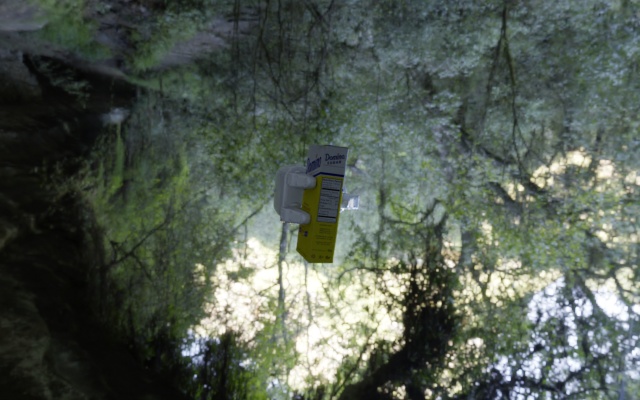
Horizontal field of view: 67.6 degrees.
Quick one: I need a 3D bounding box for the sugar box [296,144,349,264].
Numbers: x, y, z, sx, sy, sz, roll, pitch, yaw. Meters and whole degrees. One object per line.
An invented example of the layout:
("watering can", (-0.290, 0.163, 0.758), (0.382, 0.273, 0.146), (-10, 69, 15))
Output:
("sugar box", (0.000, 0.002, 0.739), (0.048, 0.176, 0.093), (3, 5, -16))
